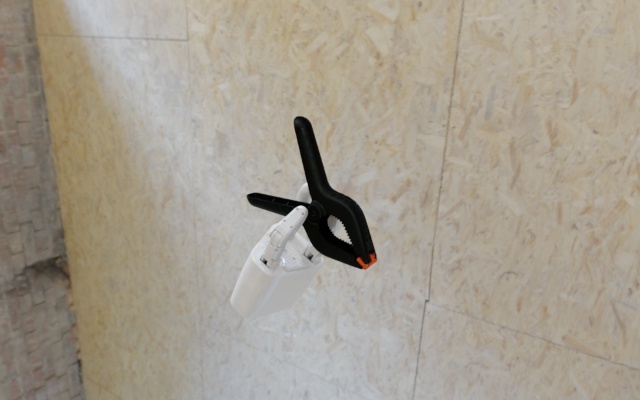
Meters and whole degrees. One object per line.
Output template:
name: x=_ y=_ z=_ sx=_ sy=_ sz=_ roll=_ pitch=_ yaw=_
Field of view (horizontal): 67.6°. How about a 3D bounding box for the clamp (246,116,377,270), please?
clamp: x=0.000 y=0.003 z=0.635 sx=0.210 sy=0.165 sz=0.036 roll=41 pitch=36 yaw=17
